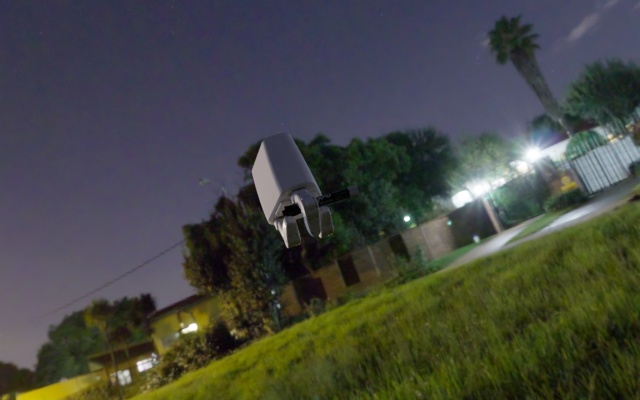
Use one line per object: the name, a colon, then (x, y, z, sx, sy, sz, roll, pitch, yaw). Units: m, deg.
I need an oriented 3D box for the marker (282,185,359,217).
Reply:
marker: (0.000, 0.002, 0.722, 0.121, 0.020, 0.020, -17, 4, -14)
